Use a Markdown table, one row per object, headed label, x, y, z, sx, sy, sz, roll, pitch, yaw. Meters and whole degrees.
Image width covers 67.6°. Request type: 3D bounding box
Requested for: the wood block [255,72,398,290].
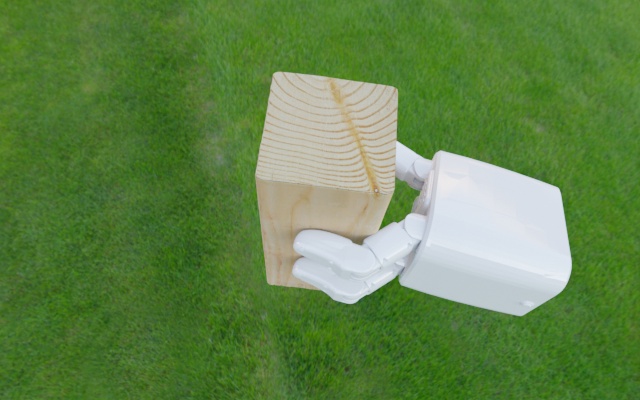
| label | x | y | z | sx | sy | sz | roll | pitch | yaw |
| --- | --- | --- | --- | --- | --- | --- | --- | --- | --- |
| wood block | 0.001 | 0.001 | 0.404 | 0.090 | 0.090 | 0.206 | 7 | -29 | 0 |
